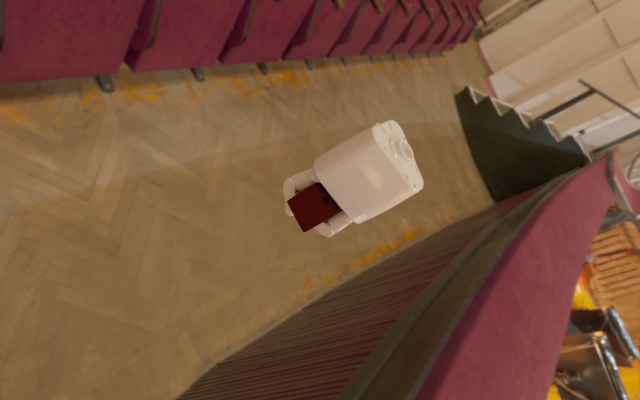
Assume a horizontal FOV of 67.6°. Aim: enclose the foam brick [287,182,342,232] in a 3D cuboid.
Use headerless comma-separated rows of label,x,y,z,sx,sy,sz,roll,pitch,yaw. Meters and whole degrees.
foam brick,0.000,0.002,0.689,0.051,0.053,0.078,-30,0,35
